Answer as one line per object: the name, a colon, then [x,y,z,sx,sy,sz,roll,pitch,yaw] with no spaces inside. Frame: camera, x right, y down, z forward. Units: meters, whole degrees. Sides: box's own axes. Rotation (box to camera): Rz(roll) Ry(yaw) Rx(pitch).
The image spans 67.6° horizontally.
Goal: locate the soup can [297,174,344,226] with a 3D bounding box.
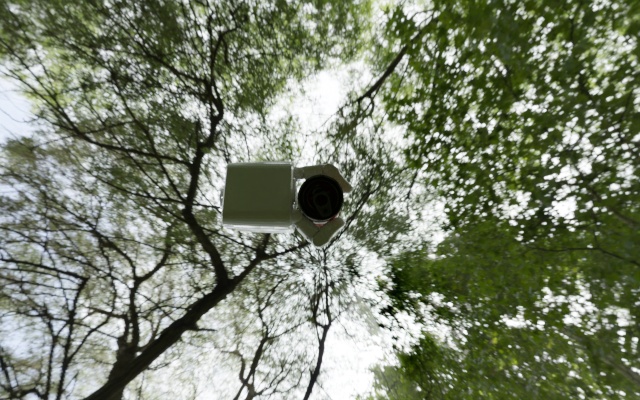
soup can: [0.001,0.002,0.743,0.068,0.068,0.102,0,-8,0]
